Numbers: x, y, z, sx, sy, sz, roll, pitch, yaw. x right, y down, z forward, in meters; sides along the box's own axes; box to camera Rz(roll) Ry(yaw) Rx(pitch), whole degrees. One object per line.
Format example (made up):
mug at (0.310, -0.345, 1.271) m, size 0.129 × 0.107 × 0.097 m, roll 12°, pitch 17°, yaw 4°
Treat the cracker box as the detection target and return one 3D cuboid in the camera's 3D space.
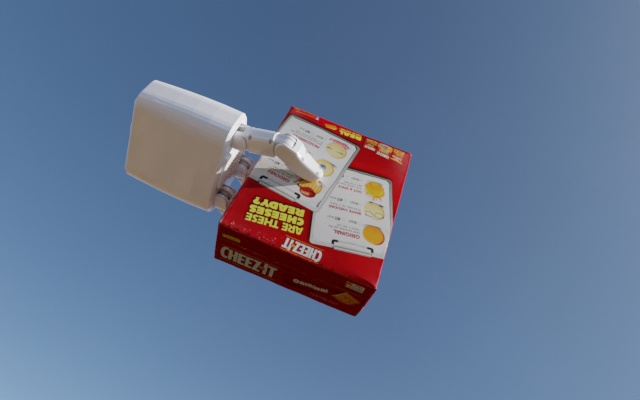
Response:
cracker box at (0.000, 0.002, 0.542) m, size 0.164 × 0.213 × 0.072 m, roll 22°, pitch -43°, yaw 1°
